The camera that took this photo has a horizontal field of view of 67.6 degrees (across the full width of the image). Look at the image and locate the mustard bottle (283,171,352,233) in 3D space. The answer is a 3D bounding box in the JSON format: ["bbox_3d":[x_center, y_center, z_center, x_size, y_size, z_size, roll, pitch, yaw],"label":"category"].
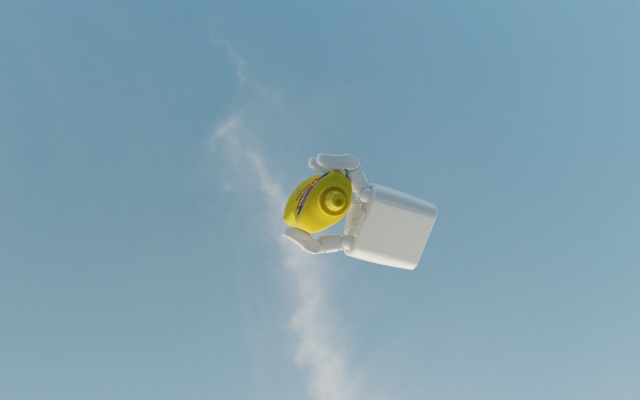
[{"bbox_3d":[0.000,0.002,0.692,0.058,0.096,0.191,40,-10,-11],"label":"mustard bottle"}]
